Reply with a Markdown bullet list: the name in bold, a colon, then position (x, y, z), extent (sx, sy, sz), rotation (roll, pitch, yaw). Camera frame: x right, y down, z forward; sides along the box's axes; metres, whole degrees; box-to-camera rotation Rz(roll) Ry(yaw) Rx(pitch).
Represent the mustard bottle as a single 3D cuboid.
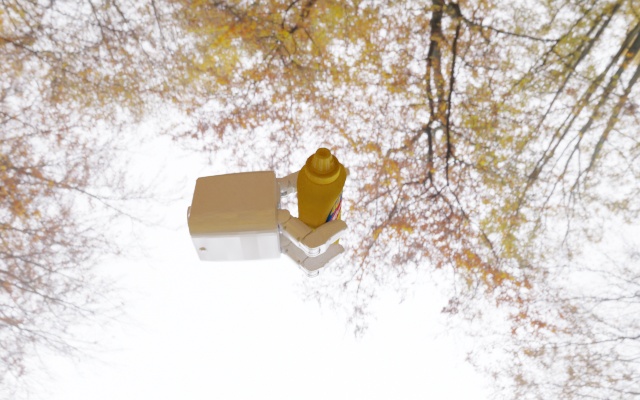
- **mustard bottle**: position (0.000, 0.002, 0.609), extent (0.058, 0.096, 0.192), rotation (17, -34, 10)
